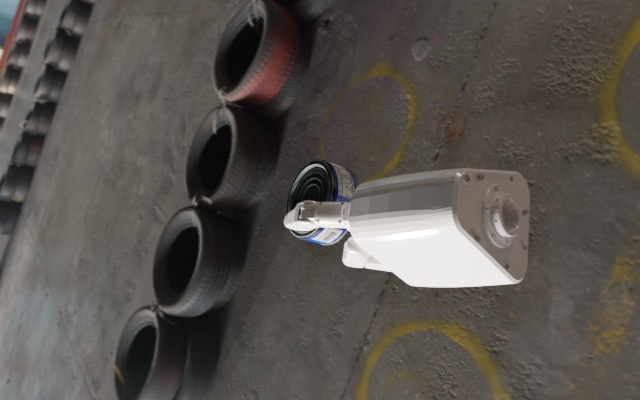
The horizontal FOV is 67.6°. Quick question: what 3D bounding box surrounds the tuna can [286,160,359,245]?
[{"bbox_3d":[0.000,0.002,0.497,0.034,0.086,0.086,16,-9,-34],"label":"tuna can"}]
